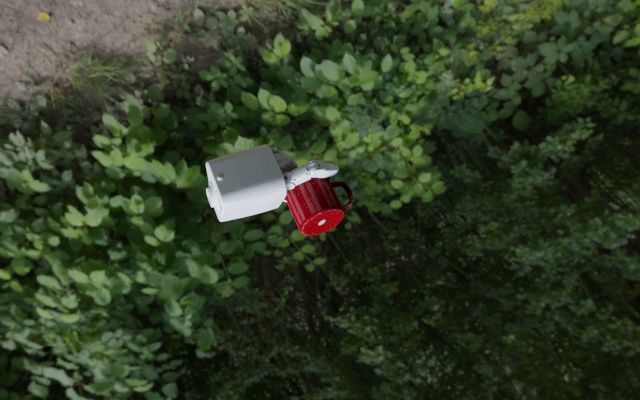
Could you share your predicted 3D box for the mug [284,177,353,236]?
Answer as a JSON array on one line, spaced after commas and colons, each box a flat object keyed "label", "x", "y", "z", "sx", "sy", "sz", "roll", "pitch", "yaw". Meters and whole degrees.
[{"label": "mug", "x": 0.002, "y": 0.002, "z": 0.814, "sx": 0.117, "sy": 0.081, "sz": 0.093, "roll": -16, "pitch": -28, "yaw": -18}]
